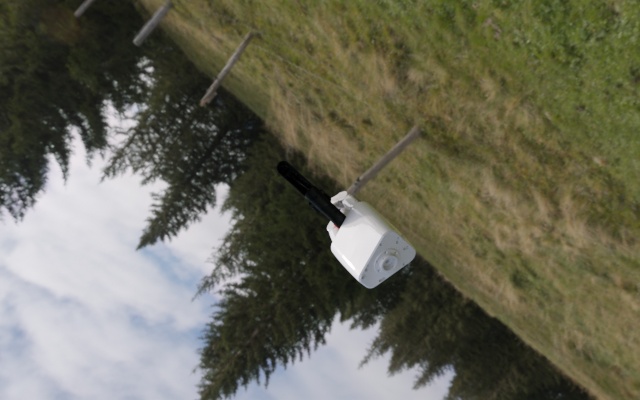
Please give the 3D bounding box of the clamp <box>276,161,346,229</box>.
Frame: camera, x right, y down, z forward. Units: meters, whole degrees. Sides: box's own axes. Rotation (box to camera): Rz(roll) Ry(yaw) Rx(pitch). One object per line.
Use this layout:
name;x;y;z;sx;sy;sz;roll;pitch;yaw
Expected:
clamp;0.000;0.003;0.835;0.171;0.039;0.120;40;7;-34
